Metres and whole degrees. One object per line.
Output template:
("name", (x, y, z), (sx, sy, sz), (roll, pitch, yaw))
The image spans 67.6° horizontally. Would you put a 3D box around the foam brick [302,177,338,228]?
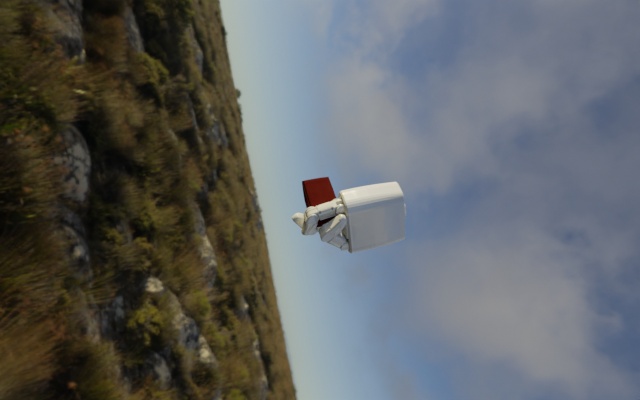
("foam brick", (0.000, 0.003, 0.881), (0.051, 0.078, 0.053), (-12, -42, -7))
